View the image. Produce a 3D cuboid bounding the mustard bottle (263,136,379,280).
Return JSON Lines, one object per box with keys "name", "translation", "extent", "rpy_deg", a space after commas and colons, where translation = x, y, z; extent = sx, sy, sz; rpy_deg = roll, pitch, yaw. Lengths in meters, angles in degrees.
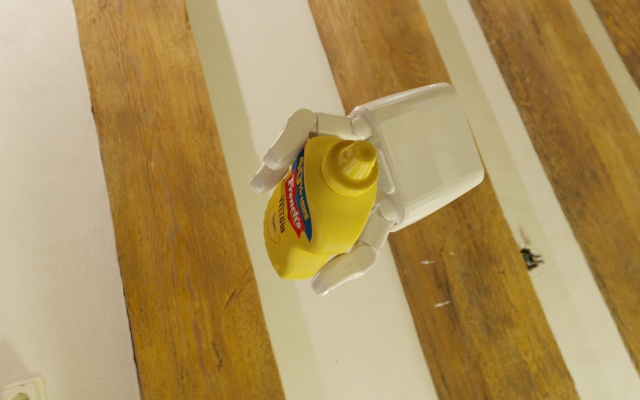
{"name": "mustard bottle", "translation": [0.000, 0.001, 0.402], "extent": [0.058, 0.096, 0.192], "rpy_deg": [3, -22, -19]}
